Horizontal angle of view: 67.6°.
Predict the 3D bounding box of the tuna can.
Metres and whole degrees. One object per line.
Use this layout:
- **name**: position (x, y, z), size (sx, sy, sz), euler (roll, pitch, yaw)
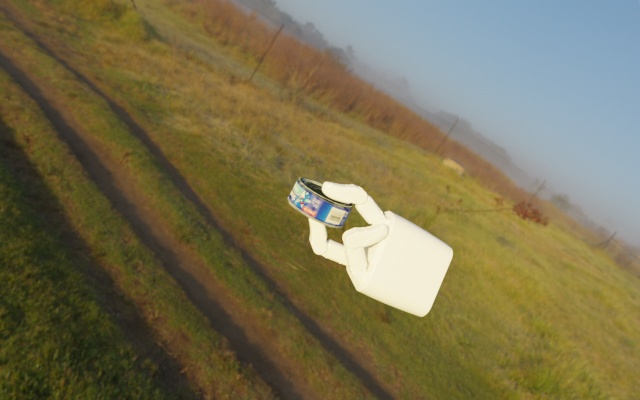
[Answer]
- **tuna can**: position (0.000, 0.002, 0.655), size (0.086, 0.034, 0.086), euler (26, 13, -6)
